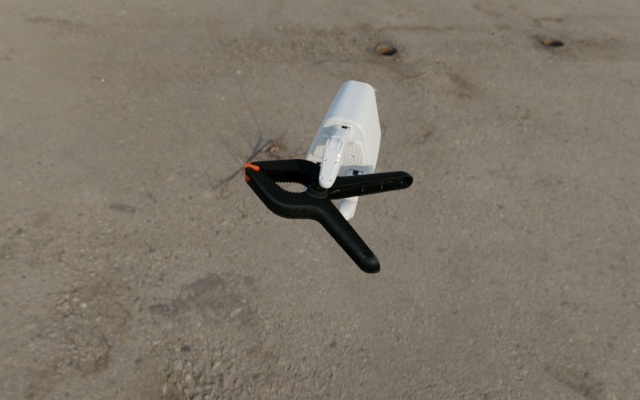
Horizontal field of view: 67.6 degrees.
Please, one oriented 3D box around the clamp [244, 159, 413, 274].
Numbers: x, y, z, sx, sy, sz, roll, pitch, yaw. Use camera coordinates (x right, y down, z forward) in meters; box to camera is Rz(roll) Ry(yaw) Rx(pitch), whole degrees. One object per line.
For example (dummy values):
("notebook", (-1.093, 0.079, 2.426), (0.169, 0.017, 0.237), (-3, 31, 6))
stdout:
("clamp", (0.000, 0.001, 0.580), (0.210, 0.036, 0.164), (13, 46, 7))
